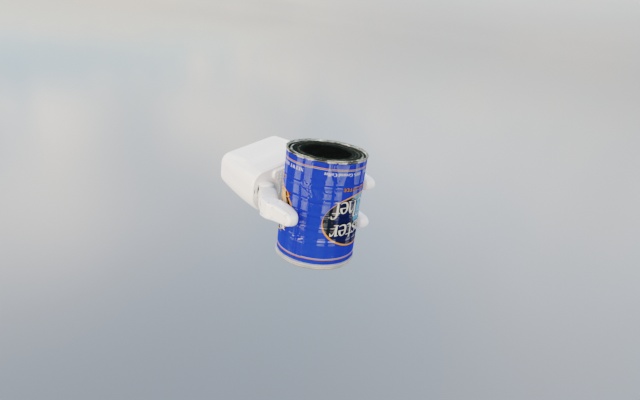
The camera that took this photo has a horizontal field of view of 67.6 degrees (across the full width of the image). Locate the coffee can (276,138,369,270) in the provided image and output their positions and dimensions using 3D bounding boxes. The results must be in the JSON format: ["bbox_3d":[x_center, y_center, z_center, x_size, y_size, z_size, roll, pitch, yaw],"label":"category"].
[{"bbox_3d":[0.000,0.002,0.607,0.103,0.140,0.102,7,21,-2],"label":"coffee can"}]
